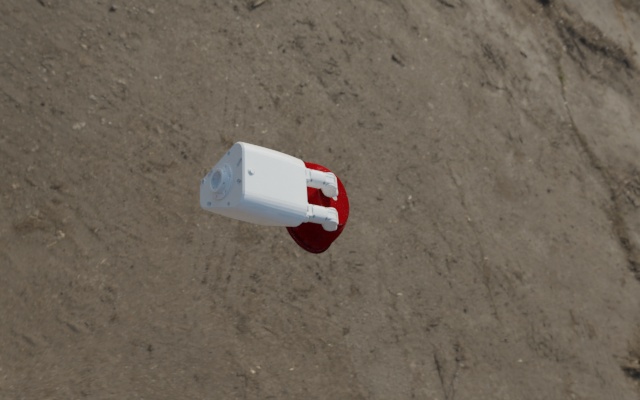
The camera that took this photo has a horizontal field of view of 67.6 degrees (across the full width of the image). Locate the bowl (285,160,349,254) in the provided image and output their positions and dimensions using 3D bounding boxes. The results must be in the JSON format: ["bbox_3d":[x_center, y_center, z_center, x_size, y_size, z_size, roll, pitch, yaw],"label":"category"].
[{"bbox_3d":[0.001,0.002,0.778,0.055,0.162,0.162,-18,-9,31],"label":"bowl"}]
